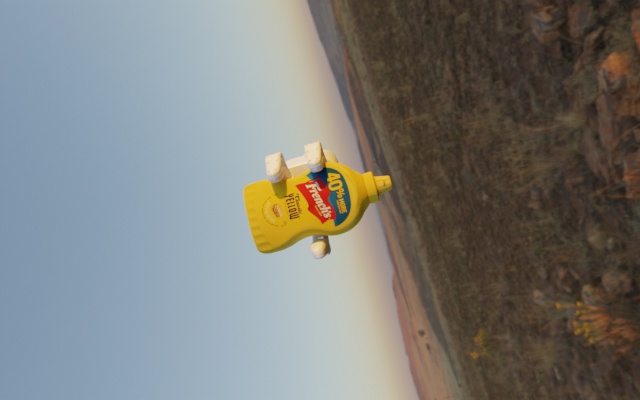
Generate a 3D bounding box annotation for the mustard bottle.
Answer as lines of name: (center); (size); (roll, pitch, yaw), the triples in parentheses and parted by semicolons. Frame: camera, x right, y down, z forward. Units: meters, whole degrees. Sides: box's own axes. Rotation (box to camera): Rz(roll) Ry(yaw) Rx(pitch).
mustard bottle: (0.000, 0.002, 0.631); (0.191, 0.096, 0.058); (-16, -11, 6)
